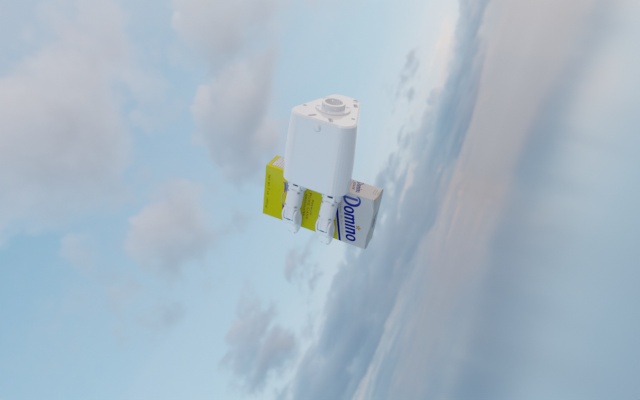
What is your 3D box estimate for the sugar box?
[{"bbox_3d":[0.000,0.003,0.730,0.176,0.093,0.048,19,35,17],"label":"sugar box"}]
